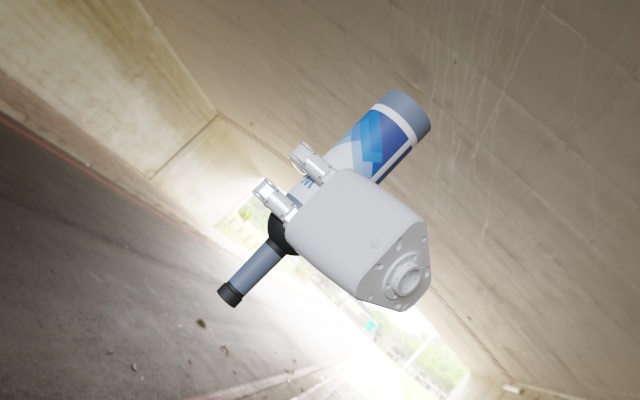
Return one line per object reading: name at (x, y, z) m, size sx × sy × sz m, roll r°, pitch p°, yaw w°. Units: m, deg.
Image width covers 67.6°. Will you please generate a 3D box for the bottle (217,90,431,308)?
bottle at (0.000, 0.002, 0.530) m, size 0.069 × 0.295 × 0.069 m, roll 43°, pitch -8°, yaw 7°
